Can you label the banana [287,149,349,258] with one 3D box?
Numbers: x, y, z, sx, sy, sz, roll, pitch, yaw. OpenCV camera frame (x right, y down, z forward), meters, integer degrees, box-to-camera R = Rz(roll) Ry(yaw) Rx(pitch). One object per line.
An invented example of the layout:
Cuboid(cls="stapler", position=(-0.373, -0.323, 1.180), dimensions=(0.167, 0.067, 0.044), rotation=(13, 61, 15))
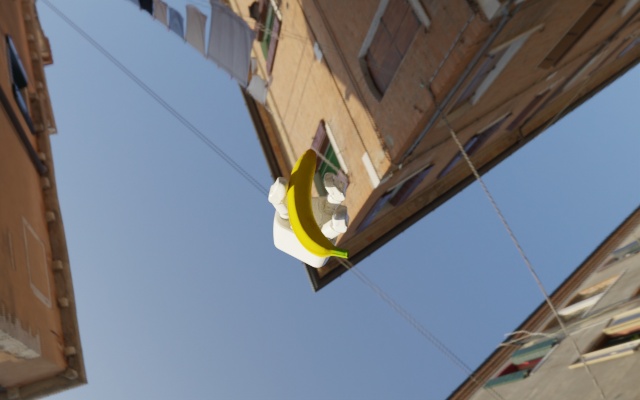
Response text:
Cuboid(cls="banana", position=(-0.017, 0.009, 0.726), dimensions=(0.069, 0.197, 0.037), rotation=(-13, -28, -9))
